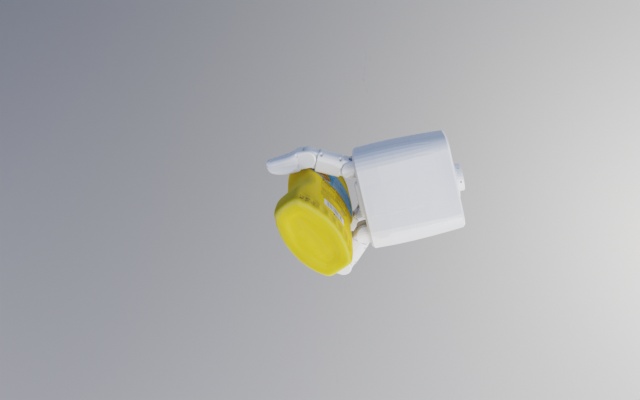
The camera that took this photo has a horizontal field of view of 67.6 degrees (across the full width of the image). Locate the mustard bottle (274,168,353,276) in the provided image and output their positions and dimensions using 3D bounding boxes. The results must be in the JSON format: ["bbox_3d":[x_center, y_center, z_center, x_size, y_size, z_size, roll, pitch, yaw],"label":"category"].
[{"bbox_3d":[0.000,0.002,0.566,0.058,0.096,0.191,-37,16,19],"label":"mustard bottle"}]
